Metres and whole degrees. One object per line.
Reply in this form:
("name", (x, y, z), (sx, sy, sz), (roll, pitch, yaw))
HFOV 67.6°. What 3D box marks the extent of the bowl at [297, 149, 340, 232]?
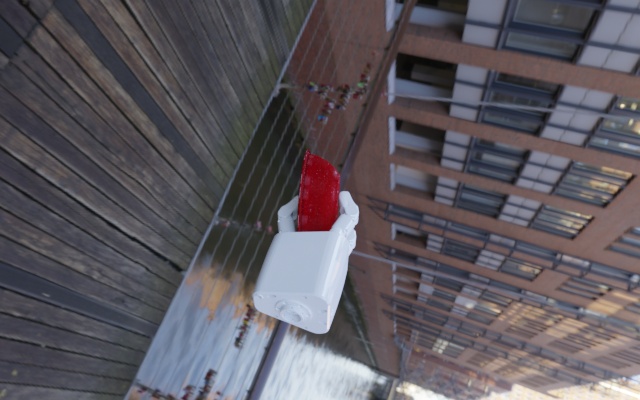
("bowl", (0.001, 0.001, 0.742), (0.055, 0.162, 0.162), (4, 0, 3))
